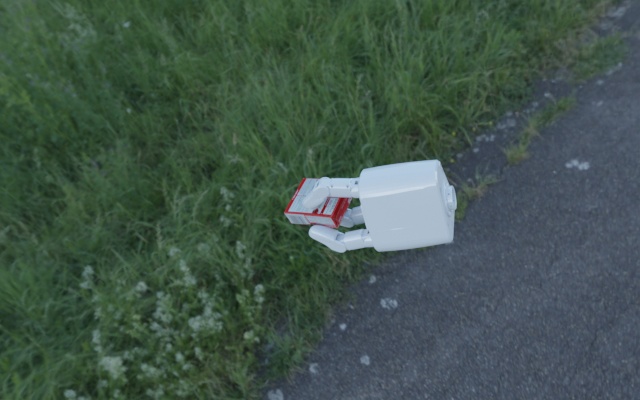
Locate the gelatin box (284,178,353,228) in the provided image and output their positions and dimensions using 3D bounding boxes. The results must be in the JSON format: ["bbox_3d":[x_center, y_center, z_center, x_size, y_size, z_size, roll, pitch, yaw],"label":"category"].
[{"bbox_3d":[0.000,0.002,0.721,0.089,0.073,0.030,3,-39,33],"label":"gelatin box"}]
